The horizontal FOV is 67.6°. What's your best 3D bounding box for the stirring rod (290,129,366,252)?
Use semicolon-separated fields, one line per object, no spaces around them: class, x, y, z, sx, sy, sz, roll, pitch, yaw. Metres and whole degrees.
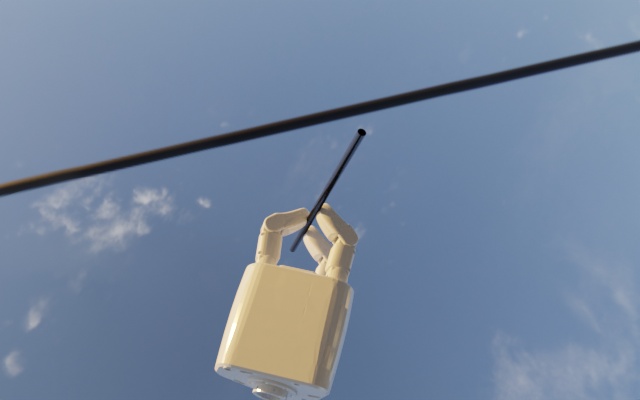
stirring rod;0.000;0.002;0.507;0.011;0.011;0.240;0;-30;-20
